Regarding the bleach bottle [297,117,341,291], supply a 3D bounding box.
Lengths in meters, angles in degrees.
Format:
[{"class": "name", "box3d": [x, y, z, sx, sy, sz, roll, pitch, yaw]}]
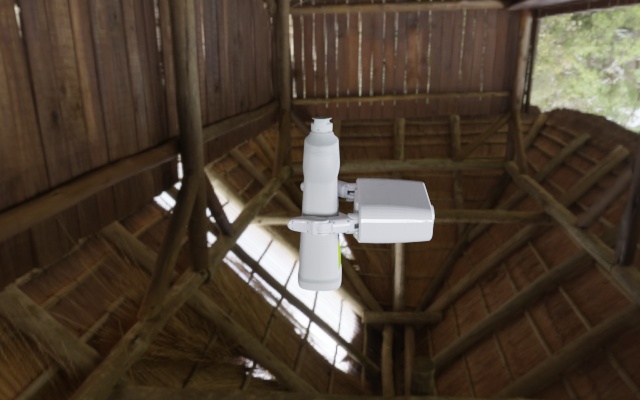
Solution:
[{"class": "bleach bottle", "box3d": [0.000, 0.002, 0.722, 0.068, 0.251, 0.102, 1, 17, 1]}]
